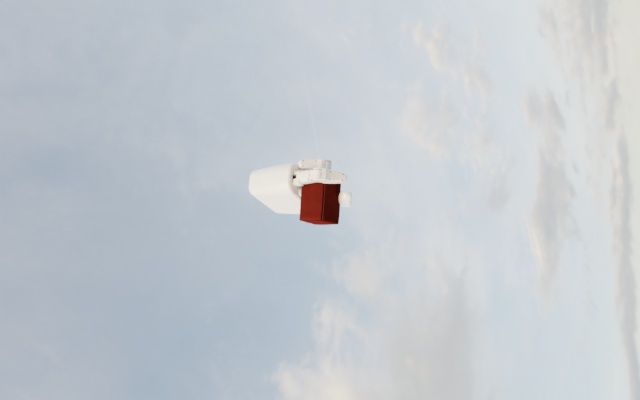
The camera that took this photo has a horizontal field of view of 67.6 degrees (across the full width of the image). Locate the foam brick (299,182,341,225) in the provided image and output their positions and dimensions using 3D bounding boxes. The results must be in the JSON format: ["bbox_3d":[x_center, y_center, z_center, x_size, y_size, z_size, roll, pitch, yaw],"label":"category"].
[{"bbox_3d":[0.000,0.003,0.852,0.051,0.078,0.053,-4,-14,36],"label":"foam brick"}]
